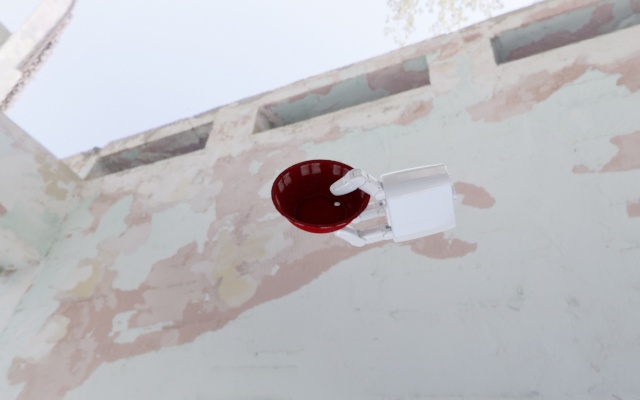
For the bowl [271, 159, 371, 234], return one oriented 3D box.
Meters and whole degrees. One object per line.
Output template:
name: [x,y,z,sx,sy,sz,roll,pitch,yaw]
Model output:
bowl: [-0.001,0.003,0.790,0.162,0.055,0.162,0,44,0]
